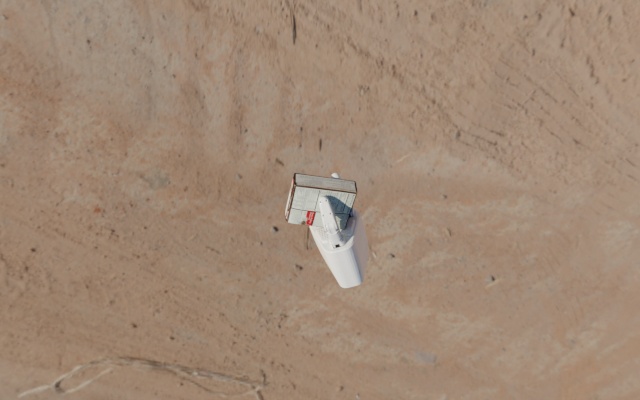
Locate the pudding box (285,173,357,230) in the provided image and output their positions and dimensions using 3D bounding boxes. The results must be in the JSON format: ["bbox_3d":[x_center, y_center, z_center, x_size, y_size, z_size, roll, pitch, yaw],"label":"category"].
[{"bbox_3d":[0.000,0.003,0.839,0.113,0.090,0.039,6,39,-12],"label":"pudding box"}]
